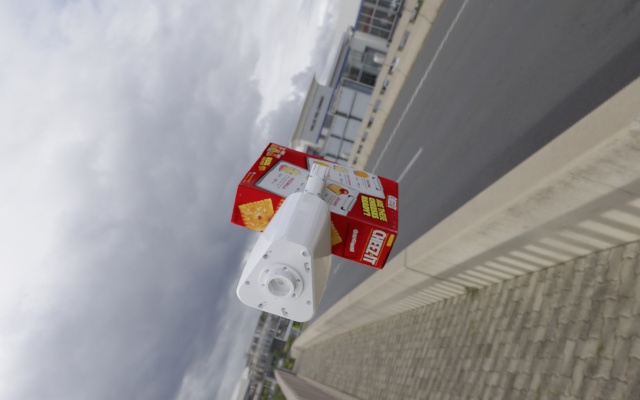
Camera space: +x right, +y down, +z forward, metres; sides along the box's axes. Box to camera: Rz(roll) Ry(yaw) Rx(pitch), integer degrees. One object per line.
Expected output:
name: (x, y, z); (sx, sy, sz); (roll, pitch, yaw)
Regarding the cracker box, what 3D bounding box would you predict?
cracker box: (0.000, 0.002, 0.687); (0.213, 0.072, 0.164); (18, 27, 1)
